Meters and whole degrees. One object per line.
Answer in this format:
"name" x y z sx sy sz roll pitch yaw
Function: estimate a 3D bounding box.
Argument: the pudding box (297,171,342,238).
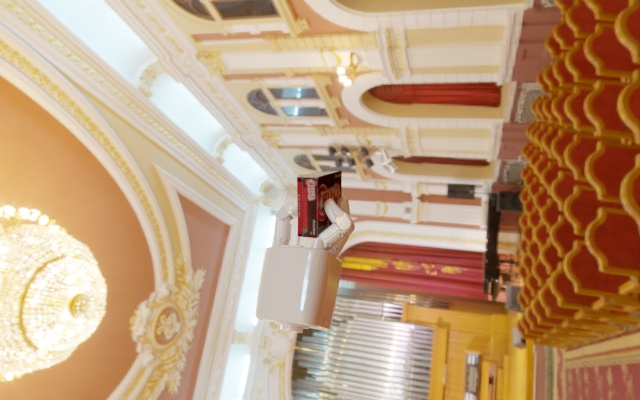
"pudding box" 0.000 0.002 0.734 0.039 0.090 0.113 4 10 18
